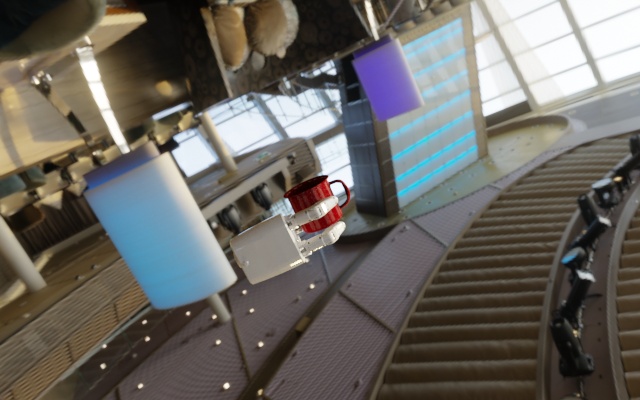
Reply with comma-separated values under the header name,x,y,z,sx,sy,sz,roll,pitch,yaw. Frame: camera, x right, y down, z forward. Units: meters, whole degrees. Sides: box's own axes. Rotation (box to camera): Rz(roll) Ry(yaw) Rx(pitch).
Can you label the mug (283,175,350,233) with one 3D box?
name,x,y,z,sx,sy,sz,roll,pitch,yaw
mug,0.002,0.002,0.896,0.117,0.081,0.093,-25,13,1
